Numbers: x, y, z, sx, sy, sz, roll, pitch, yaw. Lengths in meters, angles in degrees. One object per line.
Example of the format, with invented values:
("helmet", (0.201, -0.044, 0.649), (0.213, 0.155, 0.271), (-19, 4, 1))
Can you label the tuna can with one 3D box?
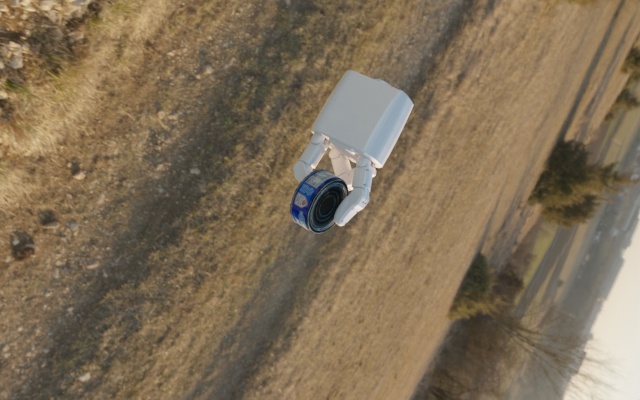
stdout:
("tuna can", (0.000, 0.002, 0.663), (0.033, 0.086, 0.086), (31, 18, 34))
